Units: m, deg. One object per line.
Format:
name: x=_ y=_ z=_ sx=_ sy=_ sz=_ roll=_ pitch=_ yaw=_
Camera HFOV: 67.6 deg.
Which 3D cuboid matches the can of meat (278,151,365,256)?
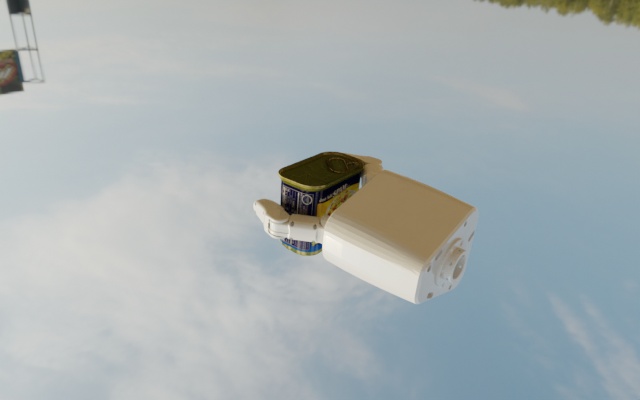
can of meat: x=0.000 y=0.002 z=0.523 sx=0.057 sy=0.084 sz=0.102 roll=22 pitch=32 yaw=32
